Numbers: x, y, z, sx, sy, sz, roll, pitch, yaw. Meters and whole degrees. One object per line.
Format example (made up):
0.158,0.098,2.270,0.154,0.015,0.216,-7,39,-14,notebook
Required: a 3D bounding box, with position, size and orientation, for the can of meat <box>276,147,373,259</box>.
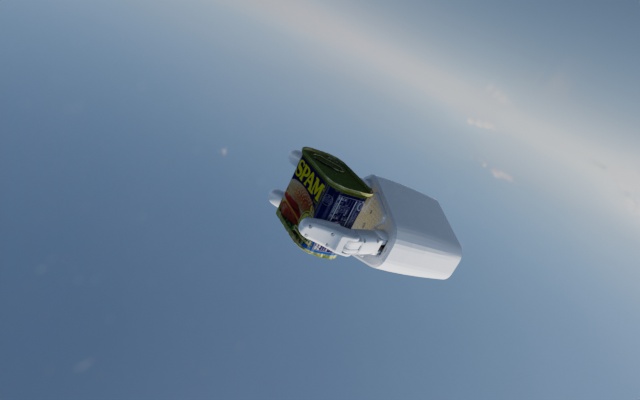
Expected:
0.000,0.002,0.520,0.057,0.084,0.102,14,22,-32,can of meat
